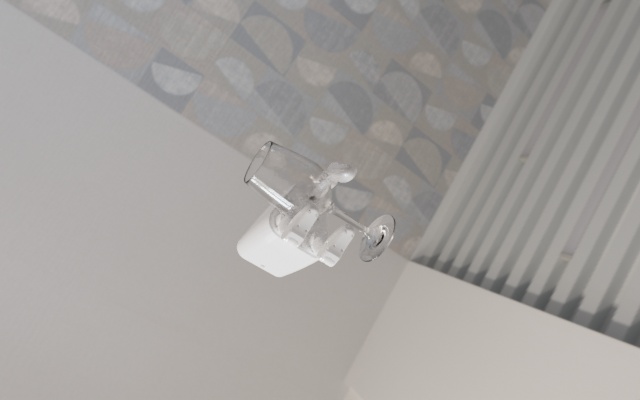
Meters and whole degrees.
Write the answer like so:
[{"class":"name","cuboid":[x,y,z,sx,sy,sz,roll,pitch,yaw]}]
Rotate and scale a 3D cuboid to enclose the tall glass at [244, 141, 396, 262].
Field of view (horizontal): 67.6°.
[{"class":"tall glass","cuboid":[0.001,0.002,0.627,0.201,0.079,0.079,33,-13,-21]}]
